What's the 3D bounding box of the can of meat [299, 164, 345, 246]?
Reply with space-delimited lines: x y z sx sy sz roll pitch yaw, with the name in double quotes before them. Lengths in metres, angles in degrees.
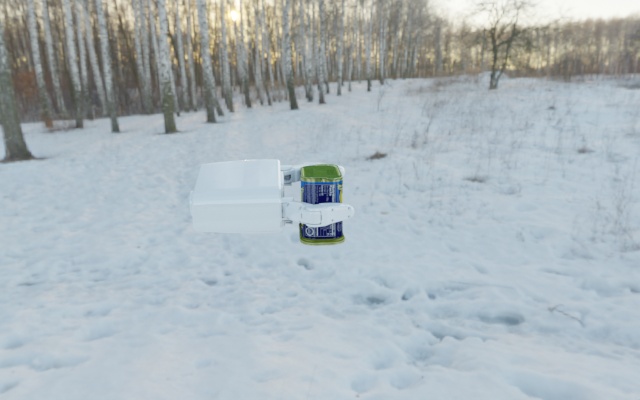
"can of meat" 0.000 0.002 0.616 0.057 0.084 0.102 -1 14 -3
